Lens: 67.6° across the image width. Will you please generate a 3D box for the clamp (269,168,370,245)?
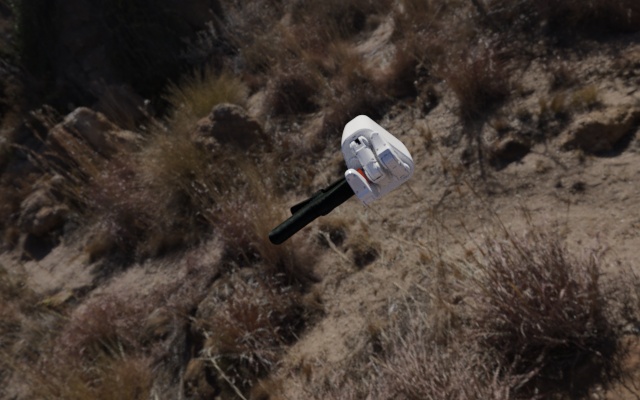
[{"bbox_3d":[0.000,0.002,0.746,0.171,0.039,0.120,-31,16,15],"label":"clamp"}]
